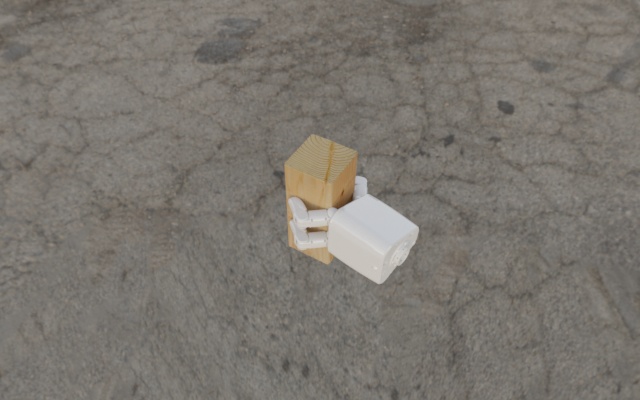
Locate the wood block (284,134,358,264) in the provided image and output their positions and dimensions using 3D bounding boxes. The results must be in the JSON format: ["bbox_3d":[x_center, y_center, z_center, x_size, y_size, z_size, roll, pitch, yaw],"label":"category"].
[{"bbox_3d":[0.001,0.003,0.831,0.090,0.206,0.090,24,50,20],"label":"wood block"}]
